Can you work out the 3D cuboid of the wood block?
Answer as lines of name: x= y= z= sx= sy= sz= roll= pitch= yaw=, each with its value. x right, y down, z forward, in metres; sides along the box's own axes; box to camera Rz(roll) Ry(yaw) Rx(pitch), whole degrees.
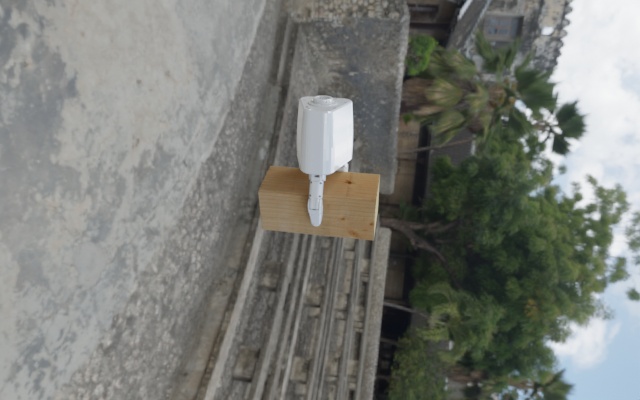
wood block: x=0.000 y=0.003 z=0.874 sx=0.206 sy=0.090 sz=0.090 roll=5 pitch=36 yaw=9
